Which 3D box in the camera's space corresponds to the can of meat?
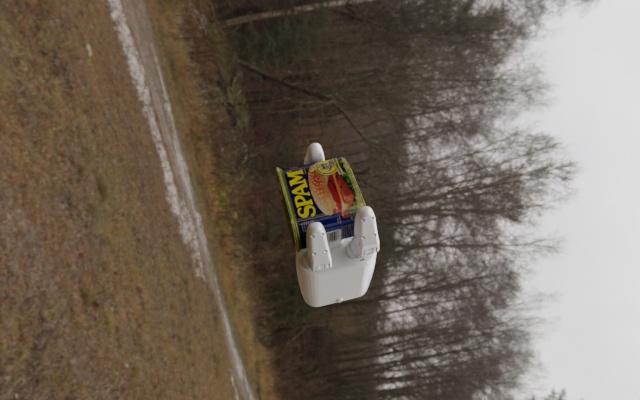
[{"bbox_3d":[0.000,0.002,0.550,0.084,0.102,0.057,-12,-37,-8],"label":"can of meat"}]
